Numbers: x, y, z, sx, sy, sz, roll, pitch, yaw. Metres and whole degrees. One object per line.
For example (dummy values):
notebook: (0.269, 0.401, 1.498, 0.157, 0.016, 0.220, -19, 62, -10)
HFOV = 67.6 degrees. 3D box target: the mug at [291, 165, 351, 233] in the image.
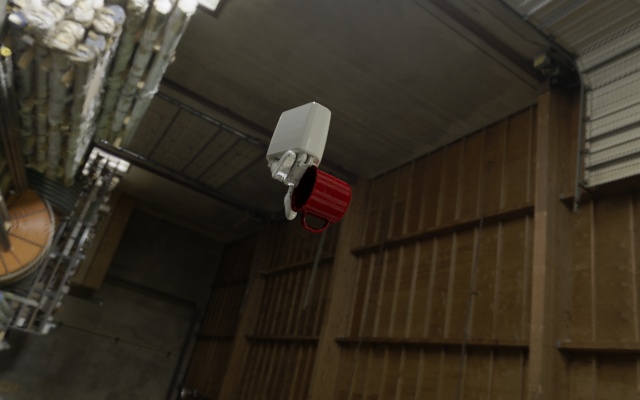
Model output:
mug: (0.000, 0.004, 0.878, 0.081, 0.117, 0.093, 23, -21, -23)
